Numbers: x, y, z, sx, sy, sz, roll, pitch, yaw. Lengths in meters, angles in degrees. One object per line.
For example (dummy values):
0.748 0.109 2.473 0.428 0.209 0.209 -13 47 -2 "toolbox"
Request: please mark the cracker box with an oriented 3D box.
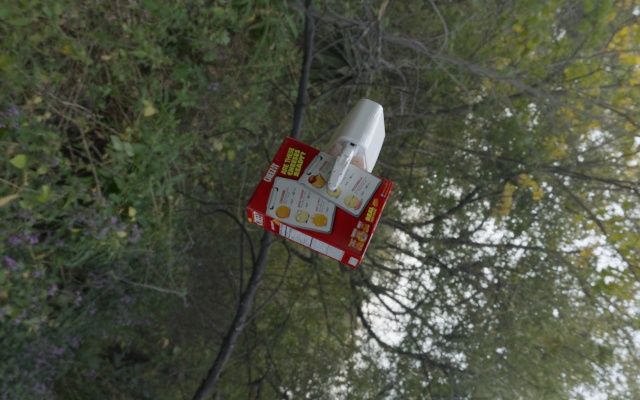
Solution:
0.000 0.003 0.852 0.213 0.164 0.072 23 -28 5 "cracker box"
